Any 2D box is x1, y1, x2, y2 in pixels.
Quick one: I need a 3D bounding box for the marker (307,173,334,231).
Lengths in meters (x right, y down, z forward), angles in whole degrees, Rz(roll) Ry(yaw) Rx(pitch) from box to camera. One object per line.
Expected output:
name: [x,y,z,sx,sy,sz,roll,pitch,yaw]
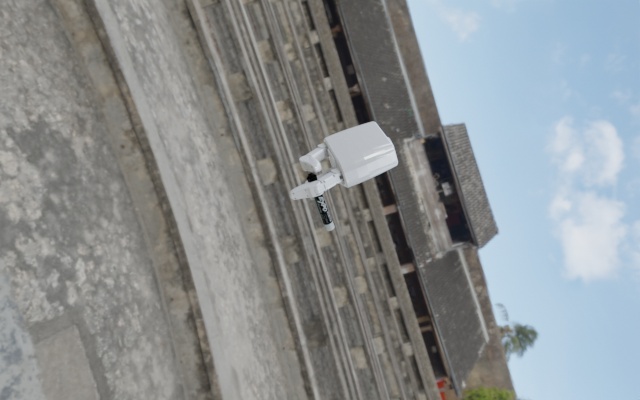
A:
marker: [0.000,0.003,0.881,0.020,0.121,0.020,-15,28,8]
